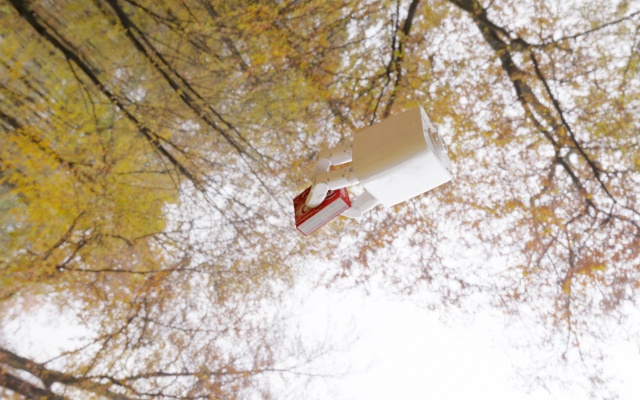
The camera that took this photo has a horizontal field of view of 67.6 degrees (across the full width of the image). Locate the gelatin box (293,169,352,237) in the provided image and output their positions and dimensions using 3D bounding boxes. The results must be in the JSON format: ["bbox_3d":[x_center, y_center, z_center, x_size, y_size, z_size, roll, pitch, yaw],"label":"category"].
[{"bbox_3d":[0.000,0.003,0.730,0.089,0.073,0.030,-36,-57,18],"label":"gelatin box"}]
